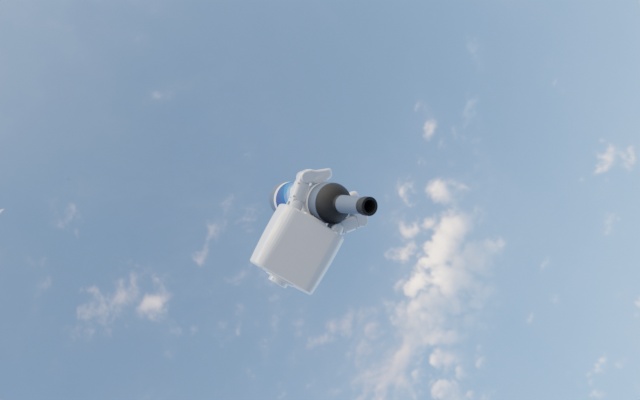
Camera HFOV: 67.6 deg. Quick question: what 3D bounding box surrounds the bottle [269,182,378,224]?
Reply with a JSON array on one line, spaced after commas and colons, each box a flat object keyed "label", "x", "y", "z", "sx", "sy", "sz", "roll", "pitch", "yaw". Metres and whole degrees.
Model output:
[{"label": "bottle", "x": 0.000, "y": 0.003, "z": 0.794, "sx": 0.069, "sy": 0.069, "sz": 0.295, "roll": 0, "pitch": 2, "yaw": -28}]
